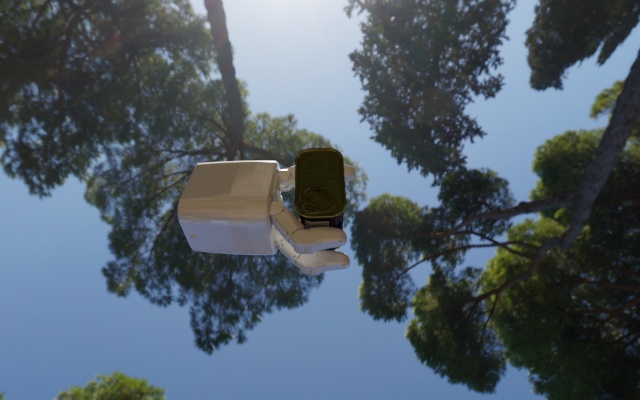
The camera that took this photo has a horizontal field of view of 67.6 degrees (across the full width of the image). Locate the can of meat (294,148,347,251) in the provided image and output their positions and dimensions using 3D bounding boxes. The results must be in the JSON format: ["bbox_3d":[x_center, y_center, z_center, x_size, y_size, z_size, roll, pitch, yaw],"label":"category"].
[{"bbox_3d":[0.000,0.002,0.576,0.057,0.102,0.084,-2,-37,0],"label":"can of meat"}]
